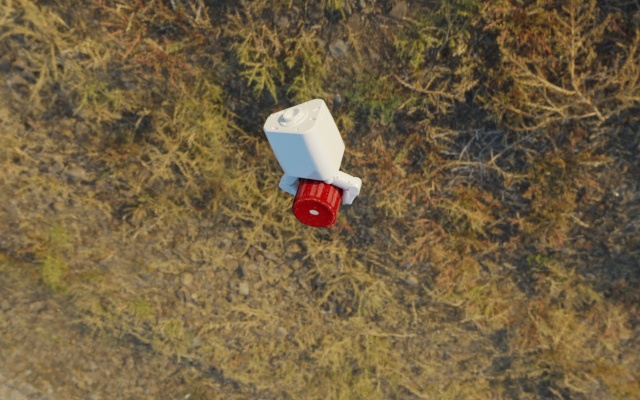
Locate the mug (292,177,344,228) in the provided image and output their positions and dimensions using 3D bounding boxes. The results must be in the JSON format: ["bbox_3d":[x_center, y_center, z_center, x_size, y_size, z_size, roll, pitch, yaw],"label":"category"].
[{"bbox_3d":[0.001,0.004,0.878,0.093,0.081,0.117,-6,-46,24],"label":"mug"}]
